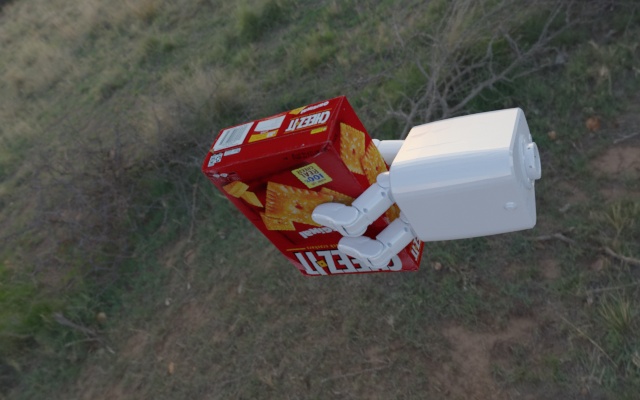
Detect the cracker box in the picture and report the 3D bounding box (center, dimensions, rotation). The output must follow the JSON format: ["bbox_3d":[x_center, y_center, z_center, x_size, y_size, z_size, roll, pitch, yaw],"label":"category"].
[{"bbox_3d":[0.000,0.001,0.527,0.164,0.072,0.214,-8,-43,33],"label":"cracker box"}]
